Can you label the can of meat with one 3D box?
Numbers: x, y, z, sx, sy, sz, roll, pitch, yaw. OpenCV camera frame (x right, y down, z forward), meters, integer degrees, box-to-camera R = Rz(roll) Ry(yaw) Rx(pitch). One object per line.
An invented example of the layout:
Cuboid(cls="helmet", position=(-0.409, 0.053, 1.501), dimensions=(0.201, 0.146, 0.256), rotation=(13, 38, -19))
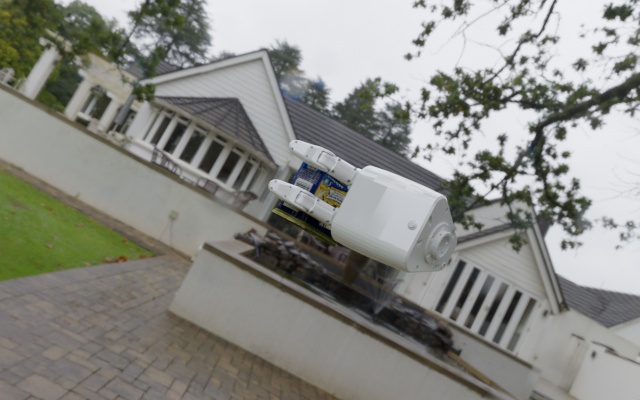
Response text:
Cuboid(cls="can of meat", position=(0.000, 0.002, 0.617), dimensions=(0.057, 0.084, 0.102), rotation=(24, -7, 43))
